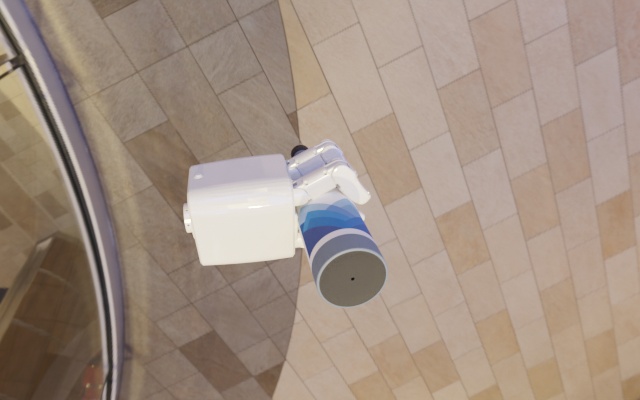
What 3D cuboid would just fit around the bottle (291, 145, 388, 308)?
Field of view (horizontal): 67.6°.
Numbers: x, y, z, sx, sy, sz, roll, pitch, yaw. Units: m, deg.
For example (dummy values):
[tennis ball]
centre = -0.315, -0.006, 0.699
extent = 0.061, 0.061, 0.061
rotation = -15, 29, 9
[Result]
[bottle]
centre = 0.000, 0.002, 0.552
extent = 0.069, 0.069, 0.295
rotation = 0, 28, -13
